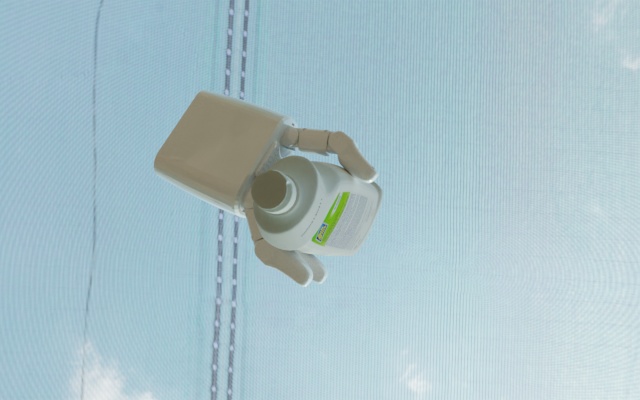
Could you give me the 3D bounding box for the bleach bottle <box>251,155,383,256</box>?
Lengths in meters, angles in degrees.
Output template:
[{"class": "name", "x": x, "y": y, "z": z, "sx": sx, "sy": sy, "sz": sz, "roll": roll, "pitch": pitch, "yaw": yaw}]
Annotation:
[{"class": "bleach bottle", "x": 0.000, "y": 0.002, "z": 0.462, "sx": 0.068, "sy": 0.102, "sz": 0.251, "roll": 22, "pitch": -1, "yaw": 18}]
